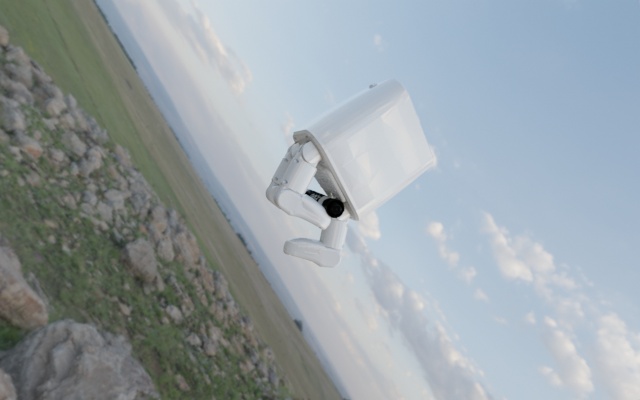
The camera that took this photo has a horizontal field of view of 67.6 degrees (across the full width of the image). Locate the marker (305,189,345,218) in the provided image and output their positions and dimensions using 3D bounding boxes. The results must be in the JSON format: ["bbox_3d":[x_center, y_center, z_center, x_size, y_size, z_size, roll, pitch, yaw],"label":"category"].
[{"bbox_3d":[0.000,0.002,0.511,0.020,0.020,0.121,0,6,-15],"label":"marker"}]
